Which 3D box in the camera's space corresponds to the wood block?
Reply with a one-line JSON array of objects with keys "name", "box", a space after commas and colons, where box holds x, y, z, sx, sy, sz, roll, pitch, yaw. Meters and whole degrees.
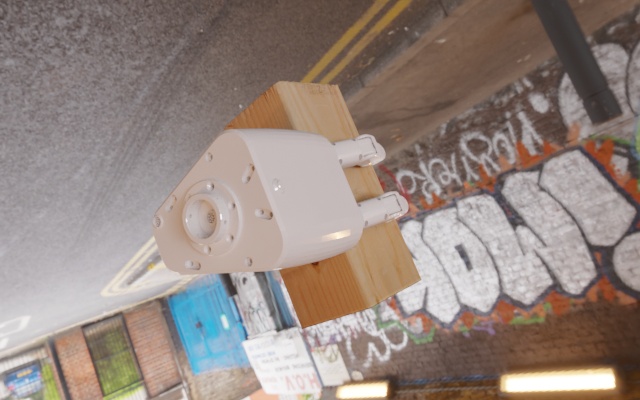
[{"name": "wood block", "box": [0.000, 0.002, 0.455, 0.091, 0.206, 0.090, -29, -10, 40]}]
